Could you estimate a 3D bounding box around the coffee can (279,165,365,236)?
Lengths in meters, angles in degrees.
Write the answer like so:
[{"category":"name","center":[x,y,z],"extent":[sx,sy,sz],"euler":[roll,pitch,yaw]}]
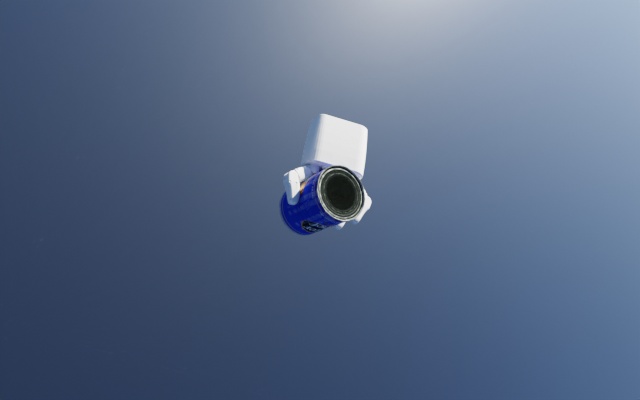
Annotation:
[{"category":"coffee can","center":[0.000,0.003,0.886],"extent":[0.103,0.102,0.140],"euler":[0,-14,-33]}]
